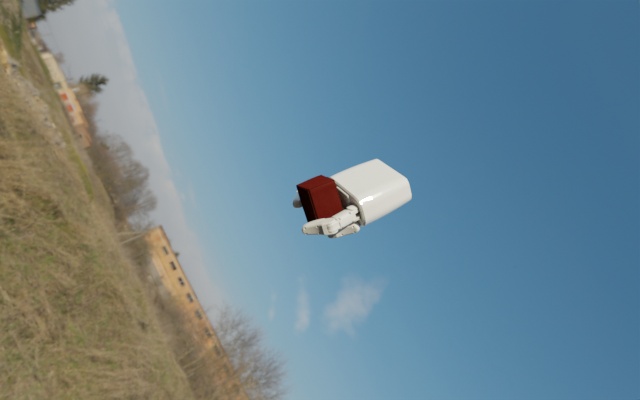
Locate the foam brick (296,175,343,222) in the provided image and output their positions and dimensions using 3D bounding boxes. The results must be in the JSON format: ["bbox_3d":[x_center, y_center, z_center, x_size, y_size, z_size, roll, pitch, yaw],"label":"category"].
[{"bbox_3d":[0.000,0.002,0.813,0.051,0.078,0.053,-25,23,-20],"label":"foam brick"}]
